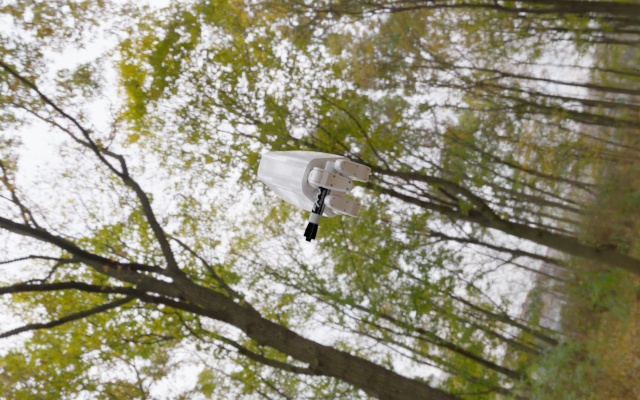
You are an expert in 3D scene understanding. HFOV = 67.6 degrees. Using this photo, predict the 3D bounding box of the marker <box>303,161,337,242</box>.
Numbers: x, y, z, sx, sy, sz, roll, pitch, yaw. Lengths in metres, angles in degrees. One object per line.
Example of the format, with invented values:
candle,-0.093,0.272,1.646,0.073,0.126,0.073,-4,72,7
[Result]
marker,0.000,0.002,0.695,0.020,0.121,0.020,18,-2,1
